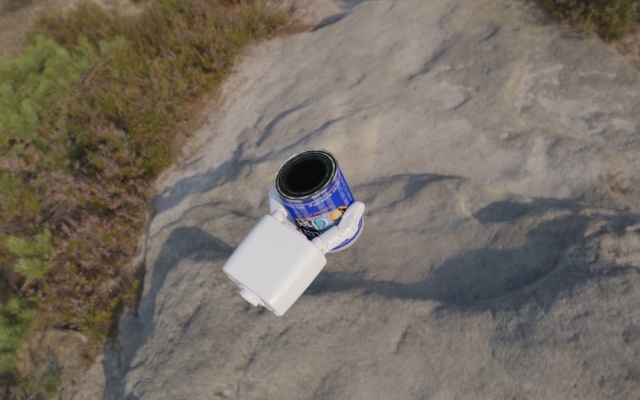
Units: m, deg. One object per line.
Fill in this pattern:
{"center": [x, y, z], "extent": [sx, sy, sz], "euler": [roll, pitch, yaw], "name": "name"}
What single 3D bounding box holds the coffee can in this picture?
{"center": [0.000, 0.002, 0.750], "extent": [0.103, 0.102, 0.140], "euler": [0, -37, 25], "name": "coffee can"}
